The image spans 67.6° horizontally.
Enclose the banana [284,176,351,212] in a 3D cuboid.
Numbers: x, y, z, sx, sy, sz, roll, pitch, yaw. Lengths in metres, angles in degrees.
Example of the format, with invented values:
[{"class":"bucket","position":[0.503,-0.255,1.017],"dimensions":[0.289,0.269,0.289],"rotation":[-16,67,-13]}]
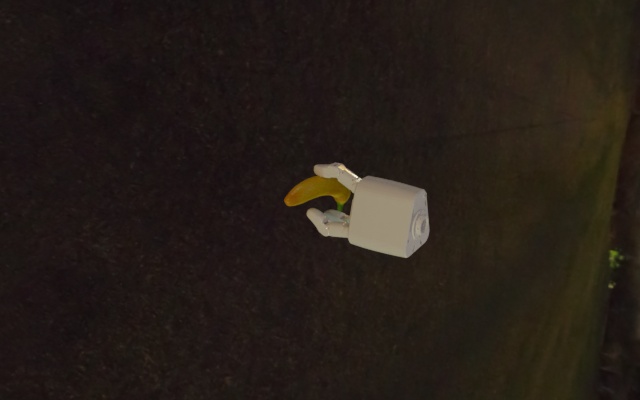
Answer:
[{"class":"banana","position":[0.007,-0.015,0.867],"dimensions":[0.037,0.069,0.198],"rotation":[19,5,32]}]
